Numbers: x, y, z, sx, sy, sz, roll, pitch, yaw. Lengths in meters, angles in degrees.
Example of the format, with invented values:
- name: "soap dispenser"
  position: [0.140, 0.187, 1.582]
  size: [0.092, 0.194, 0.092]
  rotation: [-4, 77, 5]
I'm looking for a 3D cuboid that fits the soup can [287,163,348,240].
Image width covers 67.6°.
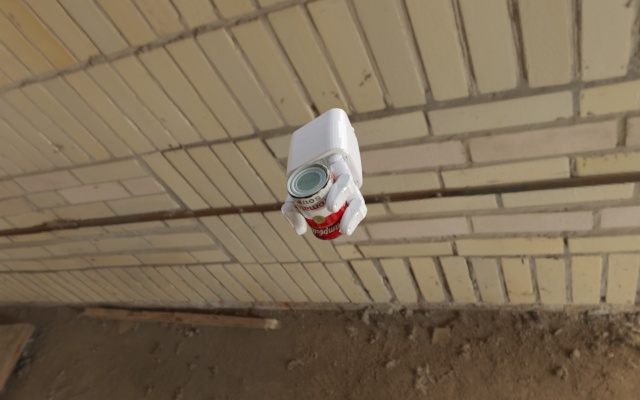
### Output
- name: "soup can"
  position: [0.000, 0.003, 0.704]
  size: [0.068, 0.068, 0.102]
  rotation: [0, -39, 27]
